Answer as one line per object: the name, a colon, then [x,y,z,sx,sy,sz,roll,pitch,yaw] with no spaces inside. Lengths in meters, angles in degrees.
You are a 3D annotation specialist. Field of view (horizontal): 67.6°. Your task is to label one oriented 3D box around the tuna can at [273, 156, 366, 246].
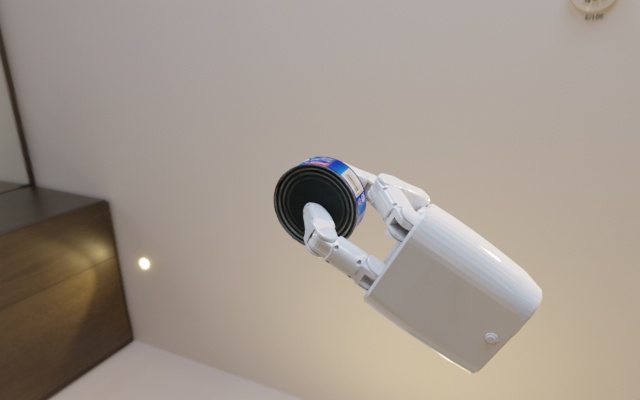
tuna can: [0.000,0.001,0.461,0.086,0.086,0.033,0,20,24]
